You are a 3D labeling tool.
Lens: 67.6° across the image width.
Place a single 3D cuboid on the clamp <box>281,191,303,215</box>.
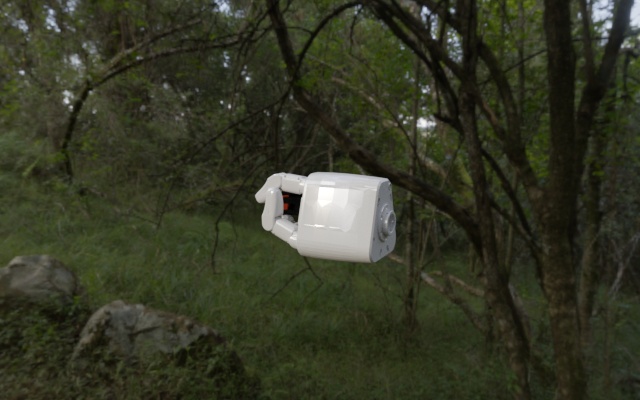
[{"bbox_3d":[0.000,0.002,0.734,0.120,0.039,0.171,4,11,28],"label":"clamp"}]
